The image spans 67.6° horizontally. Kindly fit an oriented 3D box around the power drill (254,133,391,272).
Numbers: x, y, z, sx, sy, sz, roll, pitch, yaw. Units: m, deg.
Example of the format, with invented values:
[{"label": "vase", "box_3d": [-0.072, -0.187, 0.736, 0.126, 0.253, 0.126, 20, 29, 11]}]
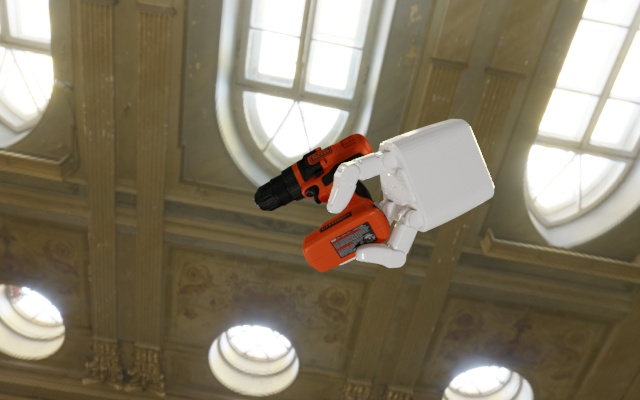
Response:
[{"label": "power drill", "box_3d": [0.000, 0.002, 0.627, 0.184, 0.057, 0.187, -29, 39, 9]}]
